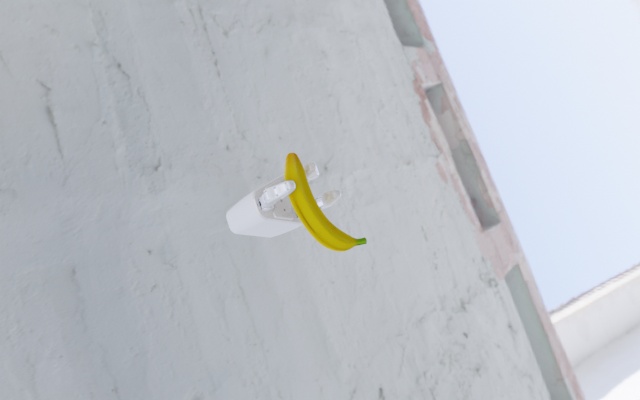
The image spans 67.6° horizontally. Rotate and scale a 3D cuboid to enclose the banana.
[{"bbox_3d":[-0.008,0.015,0.778,0.037,0.198,0.069,-30,12,48],"label":"banana"}]
